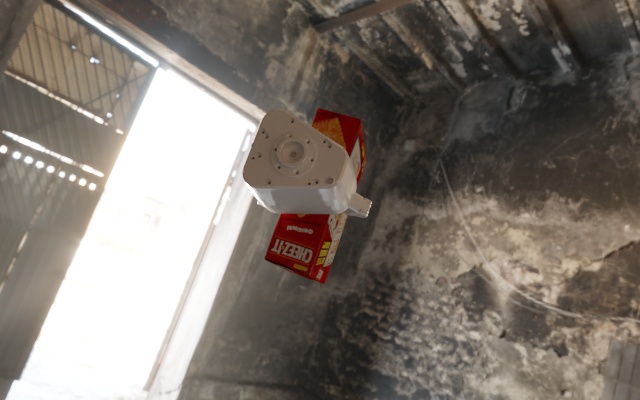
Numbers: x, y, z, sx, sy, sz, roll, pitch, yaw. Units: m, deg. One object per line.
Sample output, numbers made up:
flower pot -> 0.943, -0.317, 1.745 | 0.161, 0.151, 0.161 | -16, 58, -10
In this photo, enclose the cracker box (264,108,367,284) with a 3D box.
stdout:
cracker box -> 0.000, 0.002, 0.682 | 0.072, 0.213, 0.164 | 18, -11, 11
